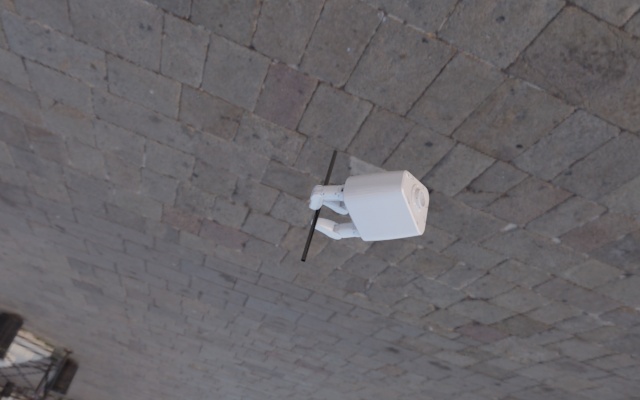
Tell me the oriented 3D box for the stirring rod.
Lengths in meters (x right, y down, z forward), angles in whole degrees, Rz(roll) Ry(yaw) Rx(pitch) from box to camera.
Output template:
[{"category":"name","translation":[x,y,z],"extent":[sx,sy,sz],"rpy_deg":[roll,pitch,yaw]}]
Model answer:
[{"category":"stirring rod","translation":[0.000,0.003,0.861],"extent":[0.011,0.239,0.011],"rpy_deg":[12,-32,8]}]
